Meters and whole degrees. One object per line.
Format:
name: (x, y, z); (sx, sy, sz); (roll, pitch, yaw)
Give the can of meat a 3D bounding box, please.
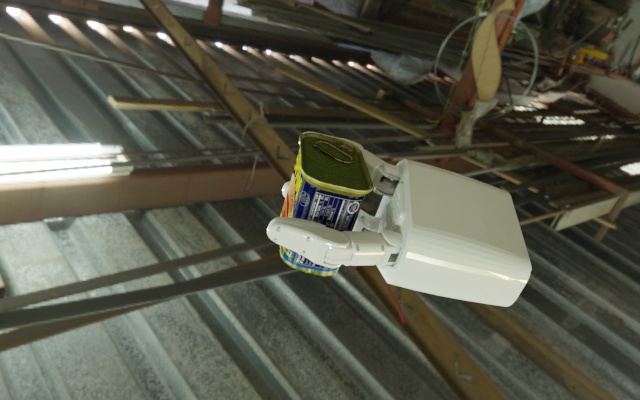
can of meat: (0.000, 0.002, 0.407); (0.057, 0.084, 0.102); (13, 27, -10)
